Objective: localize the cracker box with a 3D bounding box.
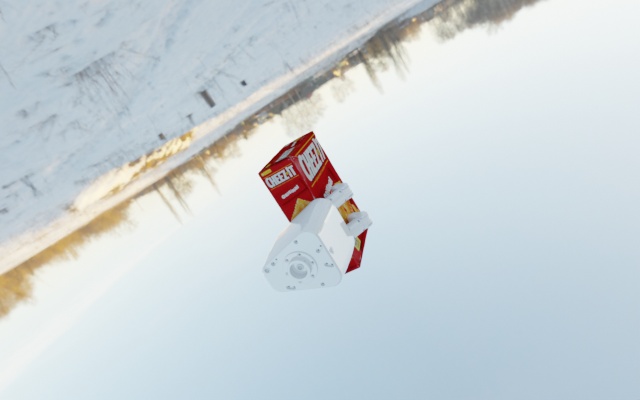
[{"bbox_3d":[0.000,0.003,0.816,0.072,0.214,0.164,-26,15,20],"label":"cracker box"}]
